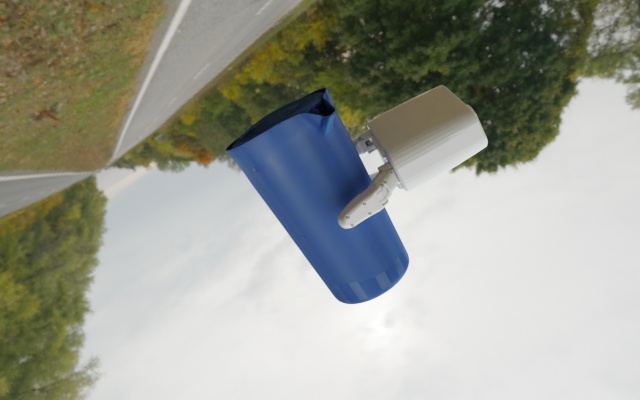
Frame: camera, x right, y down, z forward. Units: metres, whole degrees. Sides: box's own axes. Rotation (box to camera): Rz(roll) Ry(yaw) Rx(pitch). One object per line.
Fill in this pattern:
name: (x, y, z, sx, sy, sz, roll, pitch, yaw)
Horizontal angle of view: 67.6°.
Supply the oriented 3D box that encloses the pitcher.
pitcher: (0.000, 0.002, 0.577, 0.145, 0.243, 0.149, -29, 16, 6)
